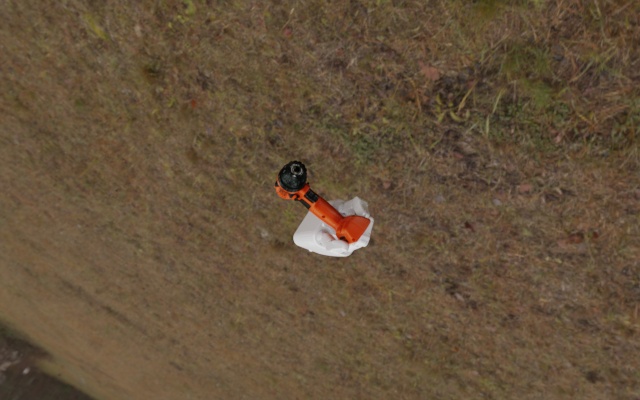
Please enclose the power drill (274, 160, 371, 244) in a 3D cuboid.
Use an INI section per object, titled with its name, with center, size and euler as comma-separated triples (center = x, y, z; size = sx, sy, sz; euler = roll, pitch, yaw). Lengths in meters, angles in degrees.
[power drill]
center = 0.000, 0.003, 0.879
size = 0.187, 0.057, 0.184
euler = 39, -11, -2
